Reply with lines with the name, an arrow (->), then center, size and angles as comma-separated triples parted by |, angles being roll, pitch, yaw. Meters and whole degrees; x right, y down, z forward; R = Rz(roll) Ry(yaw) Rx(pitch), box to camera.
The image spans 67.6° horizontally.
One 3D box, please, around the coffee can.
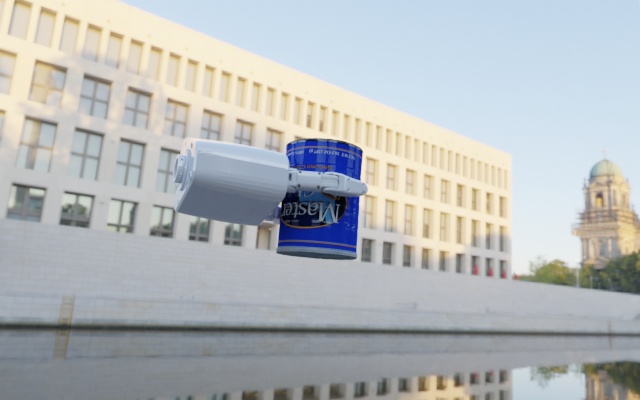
coffee can -> 0.000, 0.002, 0.615 | 0.103, 0.140, 0.103 | 4, -10, 1
